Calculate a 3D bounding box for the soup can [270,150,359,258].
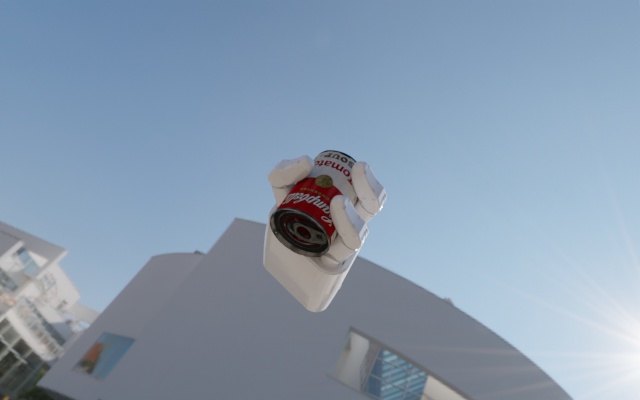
[{"bbox_3d":[0.000,0.001,0.512,0.068,0.068,0.102,0,40,35],"label":"soup can"}]
